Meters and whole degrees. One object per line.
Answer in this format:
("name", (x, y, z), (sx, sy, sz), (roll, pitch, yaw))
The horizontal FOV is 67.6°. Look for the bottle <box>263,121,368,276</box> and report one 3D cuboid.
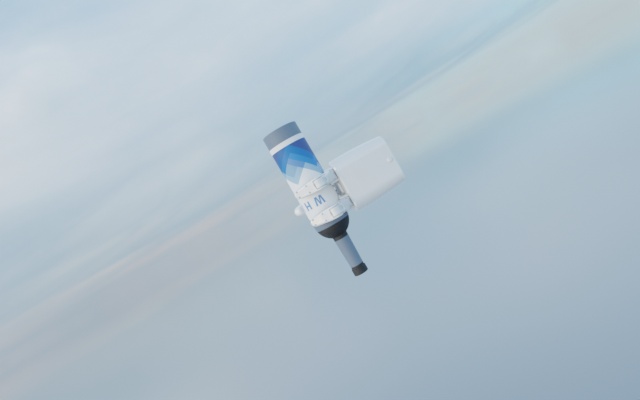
("bottle", (0.000, 0.003, 0.854), (0.069, 0.296, 0.069), (-30, 2, 1))
